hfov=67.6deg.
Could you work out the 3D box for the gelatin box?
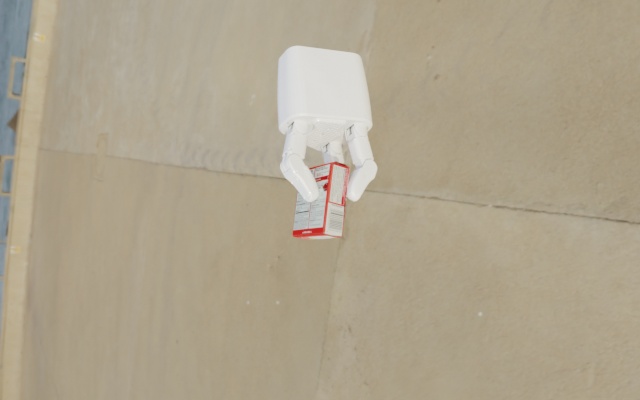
[{"bbox_3d":[0.000,0.002,0.584,0.030,0.089,0.073,14,-14,-32],"label":"gelatin box"}]
